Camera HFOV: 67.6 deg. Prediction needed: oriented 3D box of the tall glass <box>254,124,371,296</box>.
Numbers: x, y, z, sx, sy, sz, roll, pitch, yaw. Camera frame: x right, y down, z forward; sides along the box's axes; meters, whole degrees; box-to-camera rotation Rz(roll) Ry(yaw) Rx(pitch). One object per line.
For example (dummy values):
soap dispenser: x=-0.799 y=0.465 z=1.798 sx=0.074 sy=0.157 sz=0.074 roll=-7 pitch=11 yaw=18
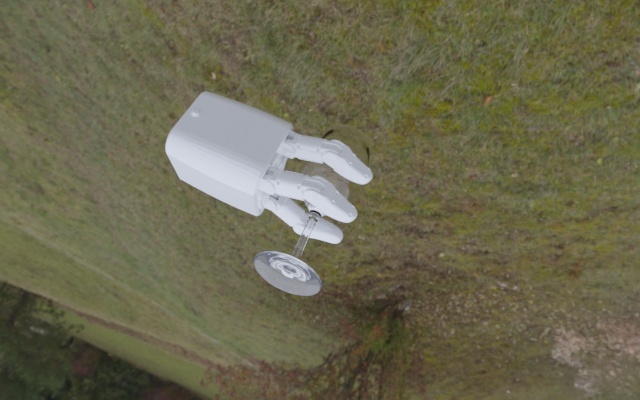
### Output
tall glass: x=0.000 y=0.002 z=0.538 sx=0.079 sy=0.201 sz=0.079 roll=16 pitch=-37 yaw=13
